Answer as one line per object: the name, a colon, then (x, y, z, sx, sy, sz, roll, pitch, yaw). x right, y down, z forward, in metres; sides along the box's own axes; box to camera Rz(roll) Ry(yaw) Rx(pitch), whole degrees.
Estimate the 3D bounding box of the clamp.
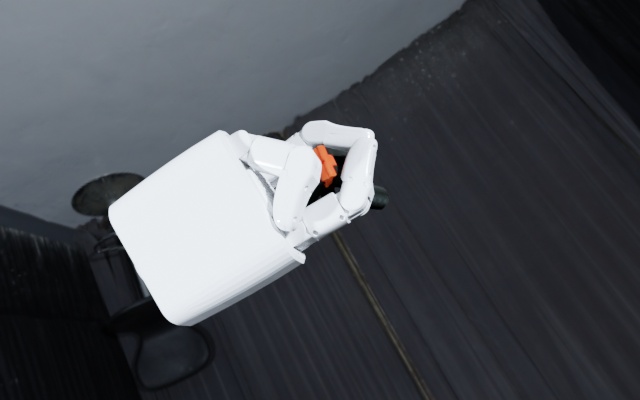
clamp: (0.000, 0.002, 0.439, 0.120, 0.039, 0.171, -32, -21, 4)
